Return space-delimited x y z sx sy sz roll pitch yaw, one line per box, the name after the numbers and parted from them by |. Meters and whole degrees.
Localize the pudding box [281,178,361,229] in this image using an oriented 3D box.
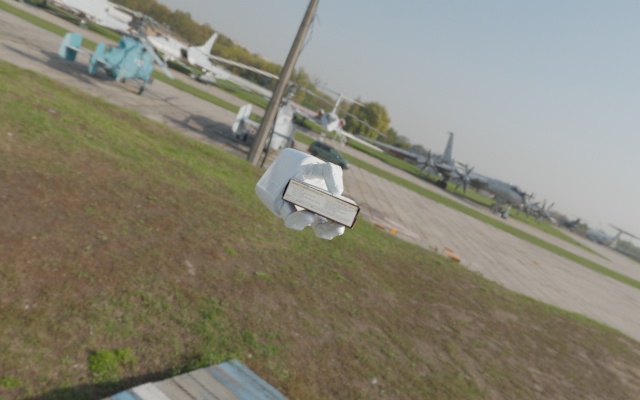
0.000 0.002 0.717 0.113 0.039 0.090 21 3 -1 | pudding box
